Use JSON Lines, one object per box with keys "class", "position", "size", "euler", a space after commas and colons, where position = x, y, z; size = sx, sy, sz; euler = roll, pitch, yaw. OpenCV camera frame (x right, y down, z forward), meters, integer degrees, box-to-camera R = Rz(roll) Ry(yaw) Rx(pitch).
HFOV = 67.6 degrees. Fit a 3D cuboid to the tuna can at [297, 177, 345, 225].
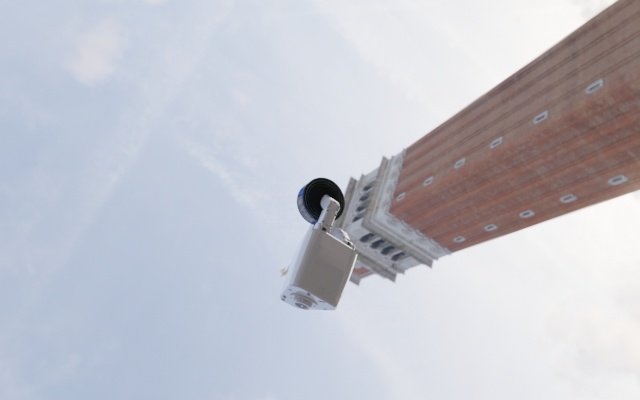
{"class": "tuna can", "position": [0.000, 0.003, 0.883], "size": [0.086, 0.086, 0.034], "euler": [0, -15, -29]}
